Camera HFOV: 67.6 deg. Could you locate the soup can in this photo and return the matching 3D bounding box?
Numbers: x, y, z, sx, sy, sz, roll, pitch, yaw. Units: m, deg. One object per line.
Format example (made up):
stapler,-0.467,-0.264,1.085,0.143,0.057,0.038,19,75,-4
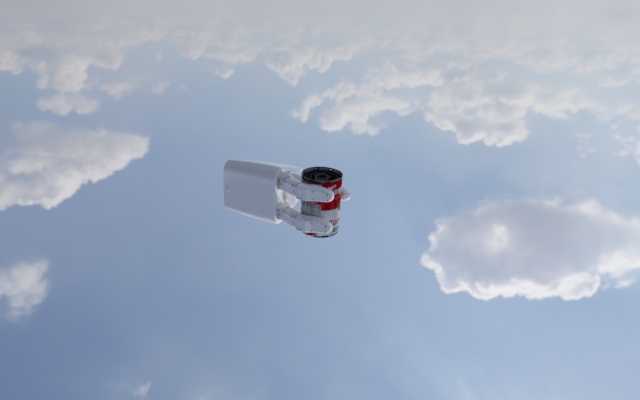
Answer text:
soup can,0.001,0.003,0.793,0.068,0.102,0.068,3,23,-1
